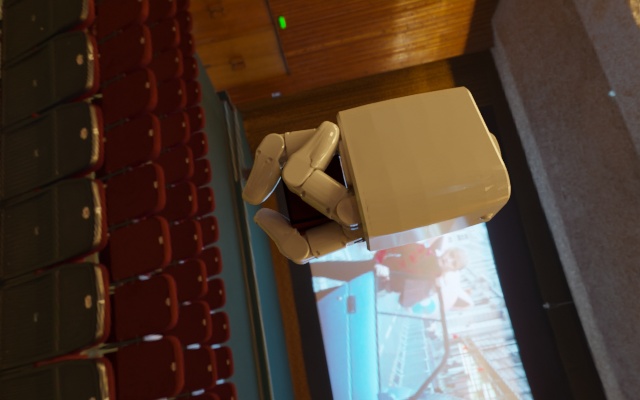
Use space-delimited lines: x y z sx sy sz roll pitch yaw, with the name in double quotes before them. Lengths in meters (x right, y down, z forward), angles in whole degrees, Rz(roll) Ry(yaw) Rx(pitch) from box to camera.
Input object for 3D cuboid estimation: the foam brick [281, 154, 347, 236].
"foam brick" 0.000 0.001 0.424 0.051 0.053 0.078 -14 -16 3
